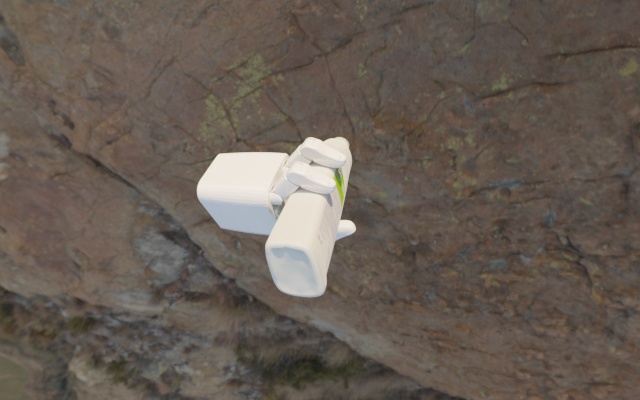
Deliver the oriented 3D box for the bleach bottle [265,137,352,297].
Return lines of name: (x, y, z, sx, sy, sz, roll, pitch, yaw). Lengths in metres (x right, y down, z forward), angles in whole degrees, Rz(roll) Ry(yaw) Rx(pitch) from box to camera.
bleach bottle: (0.000, 0.002, 0.652, 0.068, 0.103, 0.250, 3, 42, 17)
